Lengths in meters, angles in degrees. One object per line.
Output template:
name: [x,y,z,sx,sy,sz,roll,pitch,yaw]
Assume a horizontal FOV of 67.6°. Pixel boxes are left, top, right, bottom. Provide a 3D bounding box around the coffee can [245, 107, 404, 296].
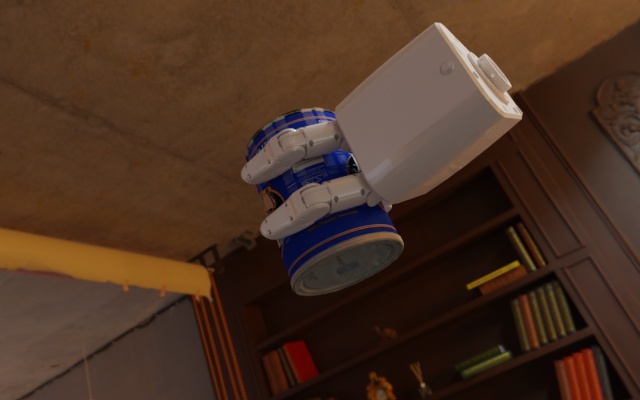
coffee can: [0.000,0.002,0.438,0.103,0.140,0.103,-19,-26,-9]
